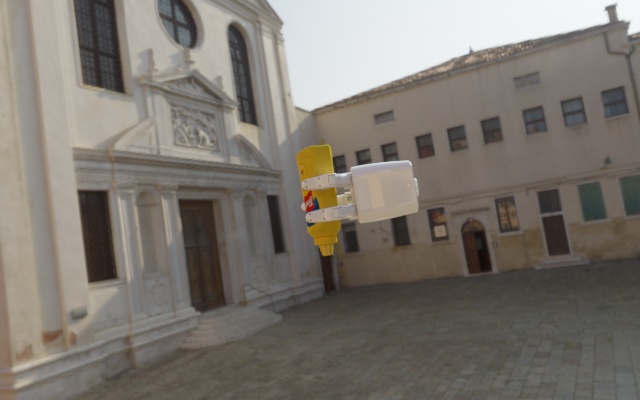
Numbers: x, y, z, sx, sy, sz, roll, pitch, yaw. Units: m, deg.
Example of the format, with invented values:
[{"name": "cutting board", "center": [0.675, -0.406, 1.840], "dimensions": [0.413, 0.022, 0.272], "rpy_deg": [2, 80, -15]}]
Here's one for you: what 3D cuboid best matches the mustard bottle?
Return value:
[{"name": "mustard bottle", "center": [0.000, 0.003, 0.855], "dimensions": [0.058, 0.191, 0.096], "rpy_deg": [-7, -5, -21]}]
